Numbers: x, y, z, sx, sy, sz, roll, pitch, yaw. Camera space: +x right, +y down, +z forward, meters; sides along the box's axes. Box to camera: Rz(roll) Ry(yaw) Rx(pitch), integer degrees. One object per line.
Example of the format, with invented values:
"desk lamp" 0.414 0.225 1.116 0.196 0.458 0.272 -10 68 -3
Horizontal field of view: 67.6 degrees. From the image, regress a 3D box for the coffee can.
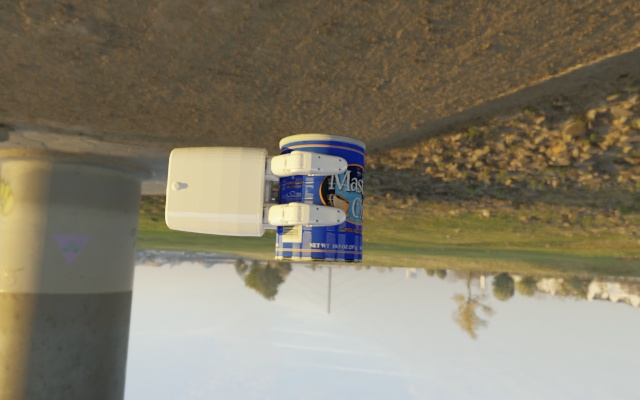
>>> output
"coffee can" 0.000 0.002 0.566 0.103 0.140 0.103 2 -7 0
